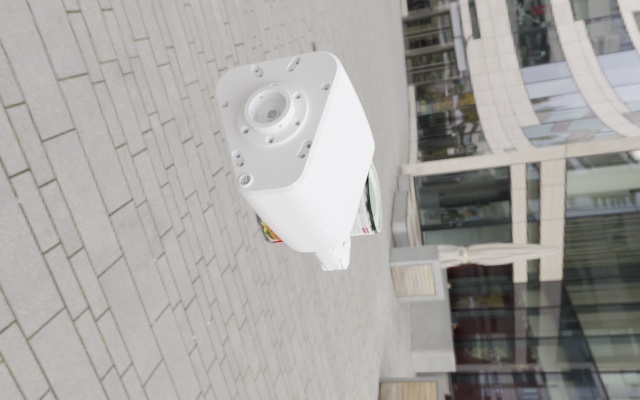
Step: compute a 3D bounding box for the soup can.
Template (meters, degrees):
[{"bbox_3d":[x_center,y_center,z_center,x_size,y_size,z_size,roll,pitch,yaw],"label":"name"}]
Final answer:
[{"bbox_3d":[0.000,0.002,0.435,0.102,0.068,0.068,-6,-2,14],"label":"soup can"}]
